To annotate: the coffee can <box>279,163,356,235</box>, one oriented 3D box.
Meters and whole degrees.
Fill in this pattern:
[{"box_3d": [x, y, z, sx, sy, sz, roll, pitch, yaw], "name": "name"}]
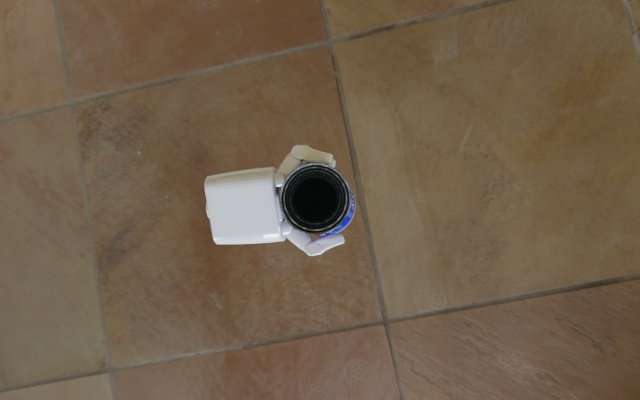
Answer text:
[{"box_3d": [0.000, 0.002, 0.737, 0.103, 0.103, 0.140, 0, -4, 7], "name": "coffee can"}]
